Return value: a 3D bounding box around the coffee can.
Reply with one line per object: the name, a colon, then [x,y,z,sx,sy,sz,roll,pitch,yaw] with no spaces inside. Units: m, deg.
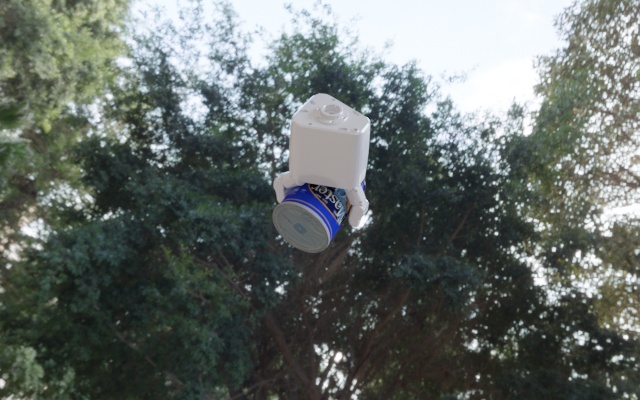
coffee can: [0.000,0.003,0.795,0.103,0.103,0.140,0,38,37]
